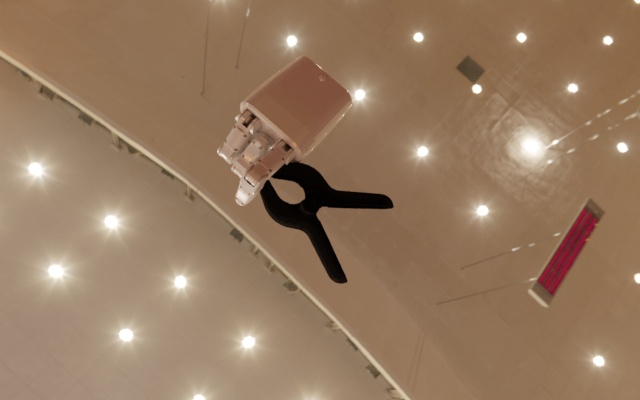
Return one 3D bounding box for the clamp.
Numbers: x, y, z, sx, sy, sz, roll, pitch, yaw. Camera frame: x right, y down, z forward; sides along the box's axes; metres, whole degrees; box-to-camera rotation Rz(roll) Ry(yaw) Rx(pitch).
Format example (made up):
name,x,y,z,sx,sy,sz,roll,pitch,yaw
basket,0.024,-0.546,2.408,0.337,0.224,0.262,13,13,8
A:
name,x,y,z,sx,sy,sz,roll,pitch,yaw
clamp,0.000,0.002,0.571,0.171,0.120,0.039,42,-19,1
